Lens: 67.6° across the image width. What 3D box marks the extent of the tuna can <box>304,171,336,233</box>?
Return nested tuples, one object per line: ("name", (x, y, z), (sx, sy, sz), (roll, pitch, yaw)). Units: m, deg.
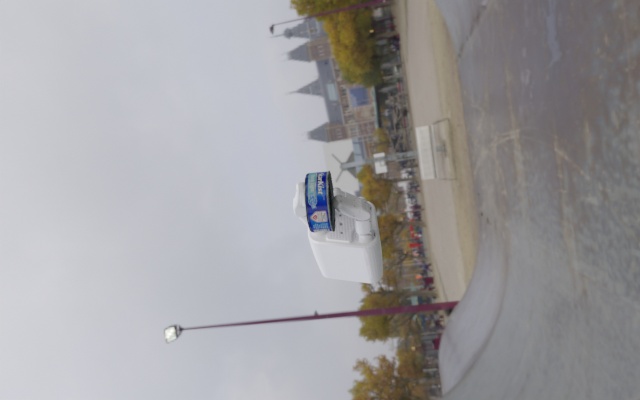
("tuna can", (0.000, 0.002, 0.671), (0.034, 0.086, 0.086), (-4, -1, 6))
